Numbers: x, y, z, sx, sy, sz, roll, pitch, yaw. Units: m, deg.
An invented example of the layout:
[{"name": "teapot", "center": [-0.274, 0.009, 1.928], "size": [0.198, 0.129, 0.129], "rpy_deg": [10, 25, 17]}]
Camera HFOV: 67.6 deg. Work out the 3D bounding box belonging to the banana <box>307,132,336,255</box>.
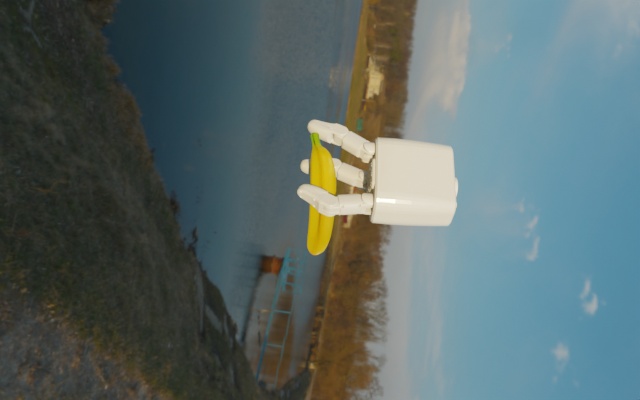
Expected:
[{"name": "banana", "center": [0.001, 0.008, 0.682], "size": [0.037, 0.198, 0.069], "rpy_deg": [1, 27, -4]}]
